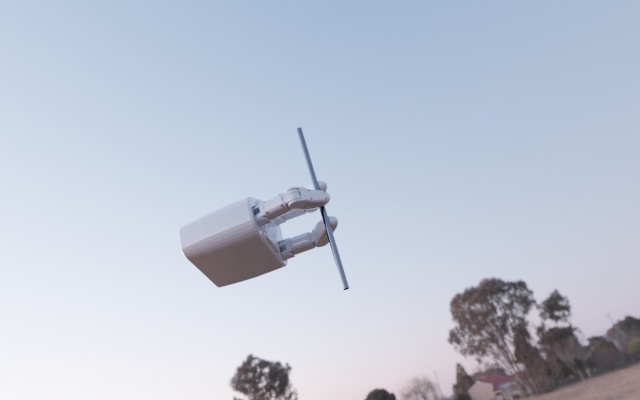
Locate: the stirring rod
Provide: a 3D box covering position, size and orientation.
[{"bbox_3d":[0.000,0.002,0.620,0.011,0.239,0.011,-13,-27,-7],"label":"stirring rod"}]
